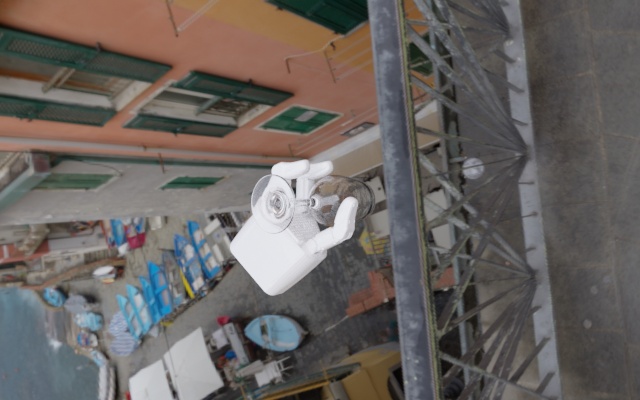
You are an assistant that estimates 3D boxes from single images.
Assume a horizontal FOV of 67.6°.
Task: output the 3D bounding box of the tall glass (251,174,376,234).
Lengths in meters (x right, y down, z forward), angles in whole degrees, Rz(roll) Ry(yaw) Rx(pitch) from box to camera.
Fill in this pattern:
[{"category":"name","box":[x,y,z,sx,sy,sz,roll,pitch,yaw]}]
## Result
[{"category":"tall glass","box":[0.000,0.002,0.672,0.079,0.079,0.201,0,2,38]}]
